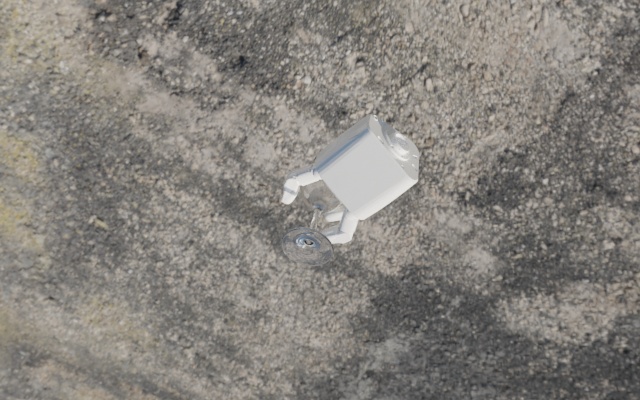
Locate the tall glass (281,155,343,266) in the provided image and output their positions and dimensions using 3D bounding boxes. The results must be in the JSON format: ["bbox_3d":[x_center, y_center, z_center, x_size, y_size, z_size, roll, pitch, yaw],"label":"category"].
[{"bbox_3d":[0.000,0.003,0.737,0.079,0.079,0.201,0,40,14],"label":"tall glass"}]
